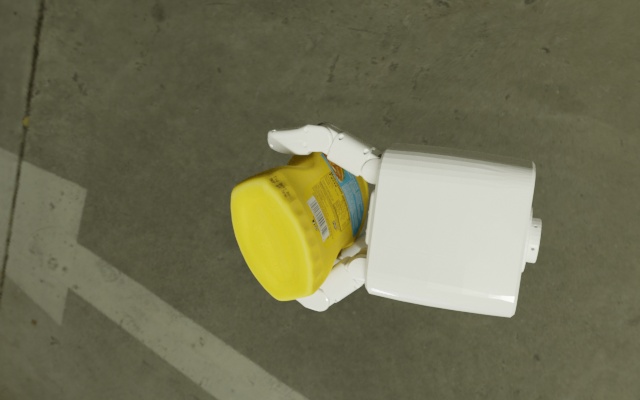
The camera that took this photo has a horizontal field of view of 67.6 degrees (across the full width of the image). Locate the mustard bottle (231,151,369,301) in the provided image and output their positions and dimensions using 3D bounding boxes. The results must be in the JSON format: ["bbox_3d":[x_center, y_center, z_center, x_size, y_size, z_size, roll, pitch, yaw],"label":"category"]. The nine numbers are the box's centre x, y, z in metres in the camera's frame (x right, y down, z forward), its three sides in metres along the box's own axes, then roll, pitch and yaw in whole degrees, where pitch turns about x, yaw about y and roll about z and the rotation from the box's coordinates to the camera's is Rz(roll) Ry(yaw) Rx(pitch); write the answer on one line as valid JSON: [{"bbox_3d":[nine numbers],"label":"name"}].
[{"bbox_3d":[0.000,0.001,0.419,0.058,0.096,0.191,-18,10,28],"label":"mustard bottle"}]
